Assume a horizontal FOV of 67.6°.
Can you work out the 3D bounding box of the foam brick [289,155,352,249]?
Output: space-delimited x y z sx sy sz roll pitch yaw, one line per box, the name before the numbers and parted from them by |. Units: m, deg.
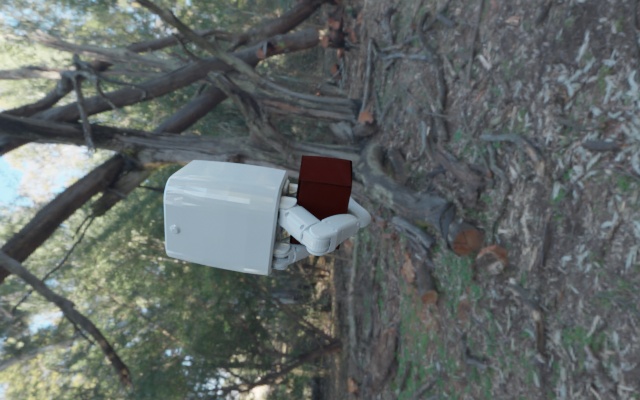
foam brick | 0.000 0.001 0.477 0.051 0.078 0.053 9 32 -2
